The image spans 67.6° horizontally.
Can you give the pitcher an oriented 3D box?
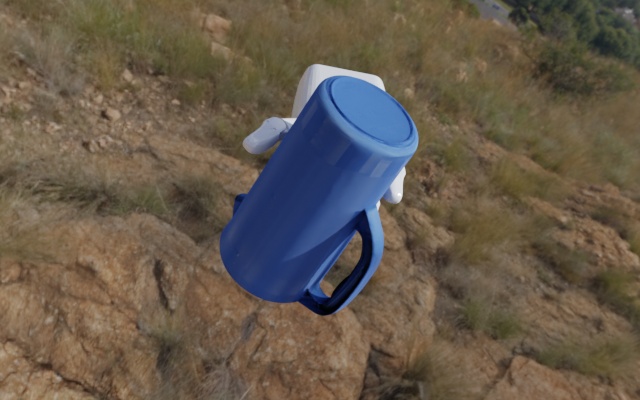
[{"bbox_3d":[0.000,0.001,0.504,0.149,0.145,0.243,23,-49,-15],"label":"pitcher"}]
